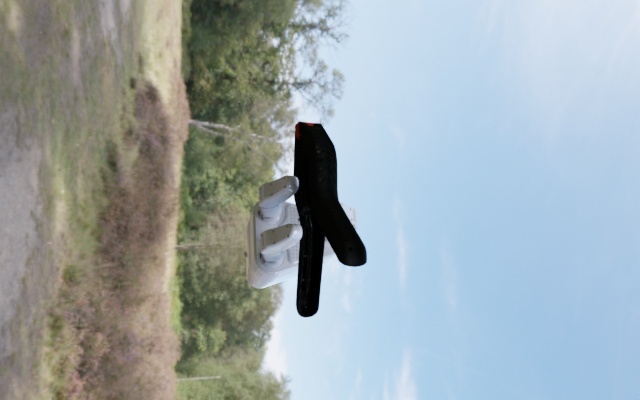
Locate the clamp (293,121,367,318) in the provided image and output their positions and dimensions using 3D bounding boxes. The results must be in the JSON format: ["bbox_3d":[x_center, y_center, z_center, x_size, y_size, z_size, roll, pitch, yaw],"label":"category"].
[{"bbox_3d":[0.001,0.001,0.488,0.036,0.210,0.165,3,-22,-18],"label":"clamp"}]
